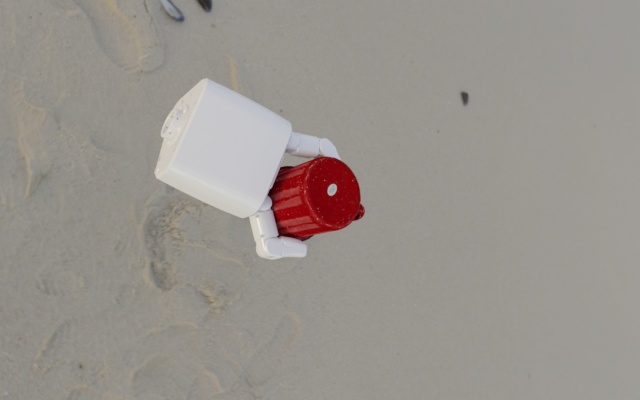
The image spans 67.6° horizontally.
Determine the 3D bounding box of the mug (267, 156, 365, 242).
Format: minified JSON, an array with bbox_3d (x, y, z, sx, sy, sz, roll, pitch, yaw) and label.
[{"bbox_3d":[0.001,0.002,0.546,0.117,0.093,0.081,24,-23,-31],"label":"mug"}]
